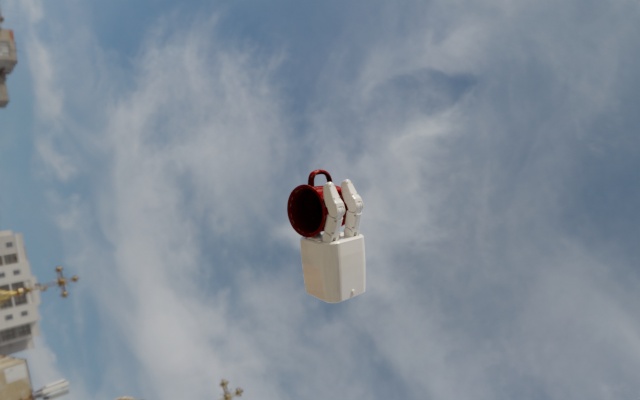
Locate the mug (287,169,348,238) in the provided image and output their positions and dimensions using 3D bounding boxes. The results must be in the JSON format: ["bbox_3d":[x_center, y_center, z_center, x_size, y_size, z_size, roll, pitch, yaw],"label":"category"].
[{"bbox_3d":[0.000,0.001,0.857,0.093,0.117,0.081,3,7,43],"label":"mug"}]
